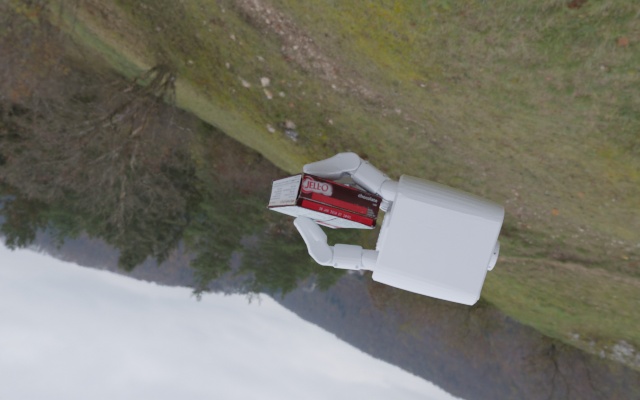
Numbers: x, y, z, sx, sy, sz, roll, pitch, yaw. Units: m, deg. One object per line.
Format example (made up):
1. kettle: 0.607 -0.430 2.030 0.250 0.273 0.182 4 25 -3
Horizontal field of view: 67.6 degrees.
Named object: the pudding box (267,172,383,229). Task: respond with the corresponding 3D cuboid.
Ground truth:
1. pudding box: 0.000 0.002 0.513 0.090 0.039 0.113 17 -9 -20
